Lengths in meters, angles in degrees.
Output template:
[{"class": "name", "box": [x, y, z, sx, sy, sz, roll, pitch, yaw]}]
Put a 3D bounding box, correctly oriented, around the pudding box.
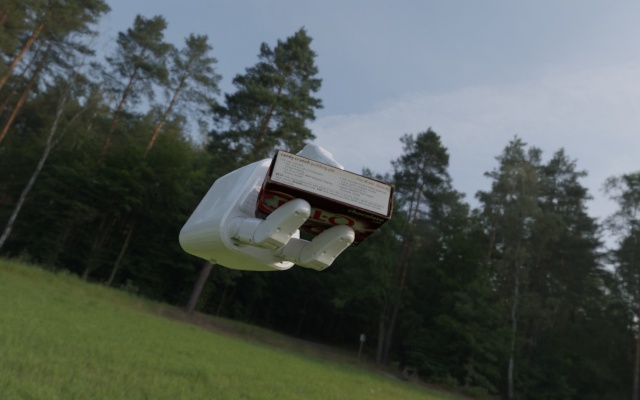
[{"class": "pudding box", "box": [0.000, 0.001, 0.446, 0.113, 0.039, 0.090, 15, -23, -9]}]
